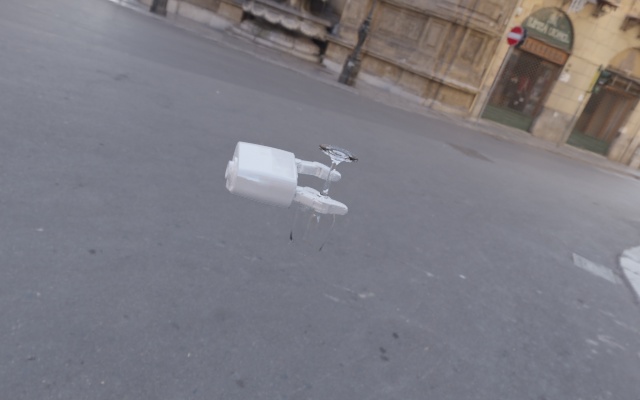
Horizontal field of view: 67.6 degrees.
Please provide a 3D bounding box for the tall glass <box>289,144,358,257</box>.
[{"bbox_3d":[0.001,0.002,0.881,0.079,0.201,0.079,17,20,-6],"label":"tall glass"}]
